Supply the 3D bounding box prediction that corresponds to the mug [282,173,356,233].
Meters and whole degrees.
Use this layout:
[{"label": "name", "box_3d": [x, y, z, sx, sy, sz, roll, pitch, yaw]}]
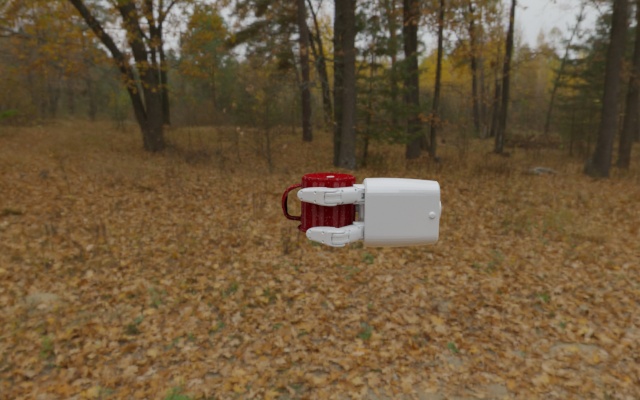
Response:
[{"label": "mug", "box_3d": [-0.001, 0.002, 0.717, 0.117, 0.081, 0.093, 0, 9, -1]}]
